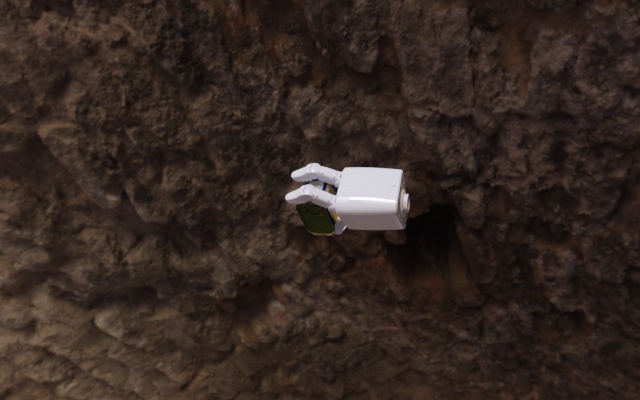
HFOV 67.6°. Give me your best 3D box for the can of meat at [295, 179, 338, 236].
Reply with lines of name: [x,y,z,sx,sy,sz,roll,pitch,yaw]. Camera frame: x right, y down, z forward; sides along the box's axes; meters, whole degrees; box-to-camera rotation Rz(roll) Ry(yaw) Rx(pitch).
can of meat: [0.000,0.003,0.893,0.057,0.084,0.102,0,-38,21]
